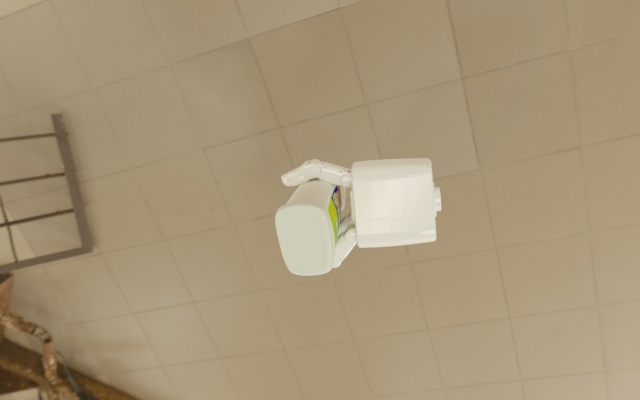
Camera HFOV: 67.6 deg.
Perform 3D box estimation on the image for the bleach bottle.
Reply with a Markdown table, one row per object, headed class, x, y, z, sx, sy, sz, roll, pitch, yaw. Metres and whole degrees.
| class | x | y | z | sx | sy | sz | roll | pitch | yaw |
| --- | --- | --- | --- | --- | --- | --- | --- | --- | --- |
| bleach bottle | 0.000 | 0.002 | 0.691 | 0.068 | 0.103 | 0.250 | -4 | 23 | 12 |
